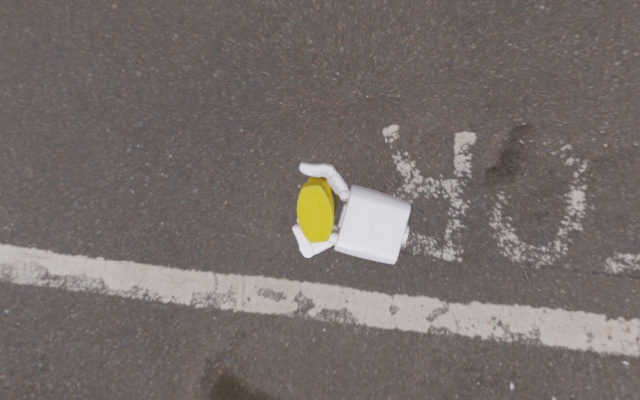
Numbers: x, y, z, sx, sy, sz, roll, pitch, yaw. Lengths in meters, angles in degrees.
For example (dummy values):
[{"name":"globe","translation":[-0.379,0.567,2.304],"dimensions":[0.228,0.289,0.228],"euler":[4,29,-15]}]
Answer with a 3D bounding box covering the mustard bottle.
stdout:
[{"name":"mustard bottle","translation":[0.000,0.003,0.837],"dimensions":[0.058,0.096,0.191],"euler":[-8,11,7]}]
